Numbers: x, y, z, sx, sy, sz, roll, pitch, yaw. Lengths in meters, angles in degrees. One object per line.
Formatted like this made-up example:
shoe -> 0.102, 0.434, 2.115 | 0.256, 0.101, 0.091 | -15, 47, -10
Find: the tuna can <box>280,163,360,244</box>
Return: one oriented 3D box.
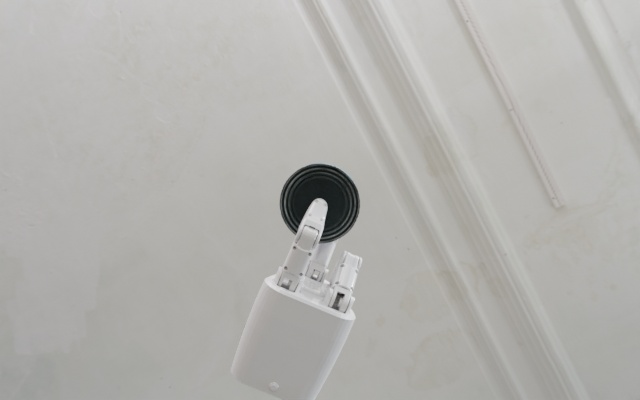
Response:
tuna can -> 0.000, 0.002, 0.522 | 0.086, 0.086, 0.033 | 0, 8, 4
